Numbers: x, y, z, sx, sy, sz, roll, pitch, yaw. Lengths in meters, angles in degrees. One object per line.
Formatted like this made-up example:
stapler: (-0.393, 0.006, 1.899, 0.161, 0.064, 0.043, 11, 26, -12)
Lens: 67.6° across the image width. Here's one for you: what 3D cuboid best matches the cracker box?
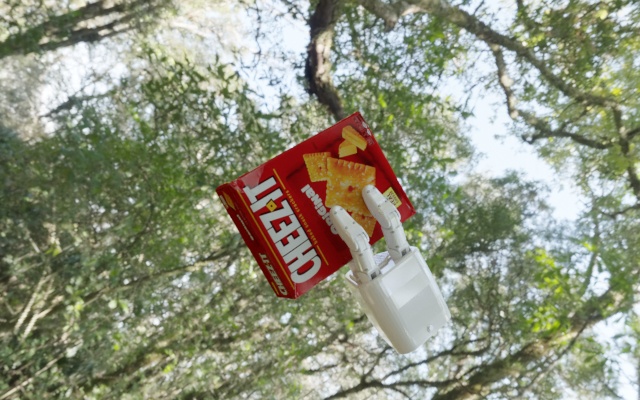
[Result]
cracker box: (0.000, 0.002, 0.627, 0.213, 0.164, 0.072, -32, 7, -25)
